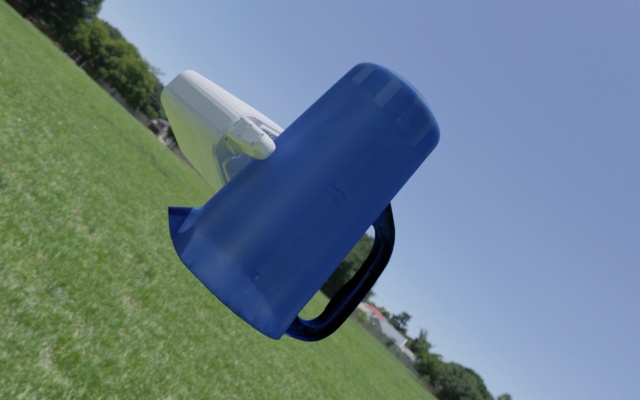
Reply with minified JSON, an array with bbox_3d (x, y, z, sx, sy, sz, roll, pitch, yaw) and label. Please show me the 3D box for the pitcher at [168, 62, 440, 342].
[{"bbox_3d":[0.000,0.001,0.438,0.145,0.243,0.149,39,-8,30],"label":"pitcher"}]
